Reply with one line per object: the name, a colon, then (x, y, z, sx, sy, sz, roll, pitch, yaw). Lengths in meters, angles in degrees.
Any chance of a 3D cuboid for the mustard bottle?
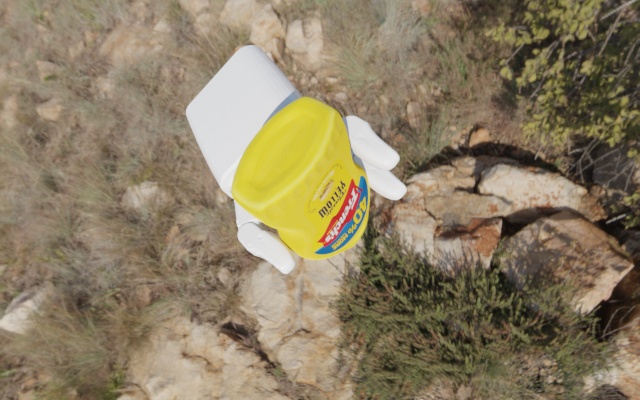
mustard bottle: (0.000, 0.001, 0.415, 0.058, 0.096, 0.192, 29, -12, 27)
